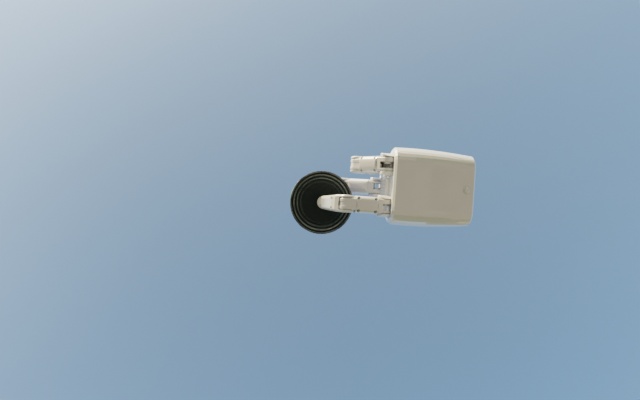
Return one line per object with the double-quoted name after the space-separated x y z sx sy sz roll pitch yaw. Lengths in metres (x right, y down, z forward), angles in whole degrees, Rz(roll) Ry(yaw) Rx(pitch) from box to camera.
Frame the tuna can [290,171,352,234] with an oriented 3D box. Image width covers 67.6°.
0.000 0.002 0.662 0.086 0.086 0.034 0 3 -6 "tuna can"
